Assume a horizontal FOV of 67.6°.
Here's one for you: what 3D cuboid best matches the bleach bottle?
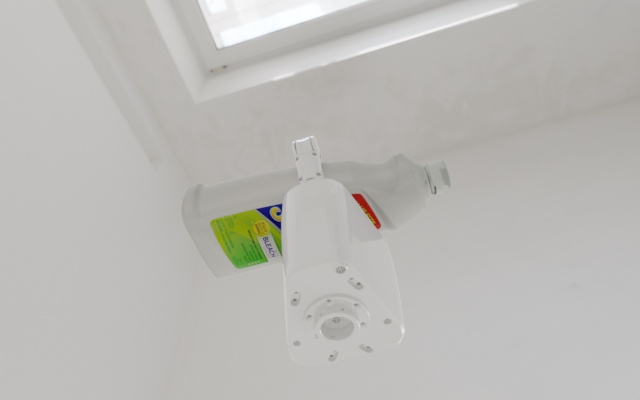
[{"bbox_3d":[0.000,0.002,0.473,0.251,0.103,0.068,-16,32,7],"label":"bleach bottle"}]
